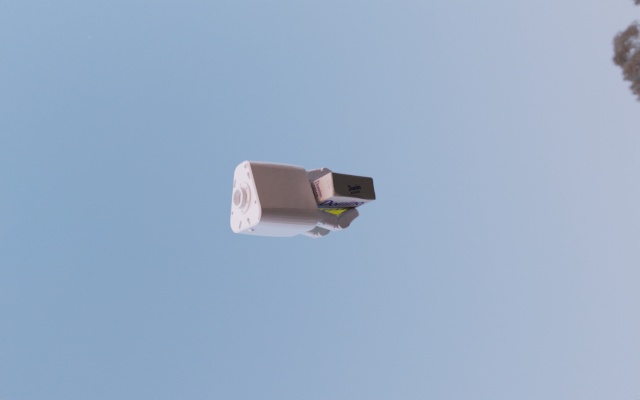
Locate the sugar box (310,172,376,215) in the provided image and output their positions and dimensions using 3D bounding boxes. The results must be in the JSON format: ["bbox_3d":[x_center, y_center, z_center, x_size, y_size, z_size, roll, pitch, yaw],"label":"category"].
[{"bbox_3d":[0.000,0.003,0.815,0.093,0.048,0.176,5,-17,-38],"label":"sugar box"}]
